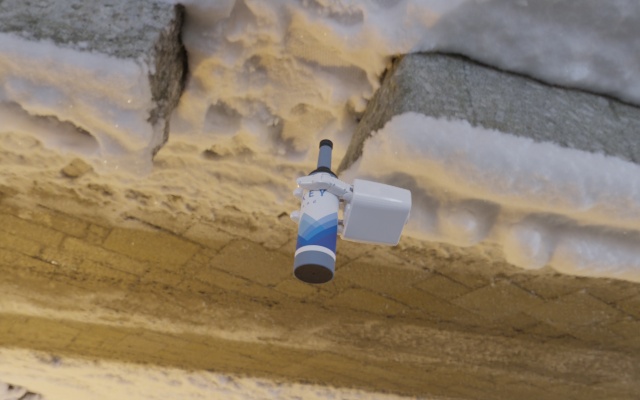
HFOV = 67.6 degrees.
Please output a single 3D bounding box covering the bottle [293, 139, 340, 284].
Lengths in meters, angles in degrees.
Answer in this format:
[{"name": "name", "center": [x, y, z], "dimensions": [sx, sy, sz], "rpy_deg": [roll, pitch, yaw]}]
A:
[{"name": "bottle", "center": [0.000, 0.003, 0.852], "dimensions": [0.069, 0.295, 0.069], "rpy_deg": [3, -38, 3]}]
